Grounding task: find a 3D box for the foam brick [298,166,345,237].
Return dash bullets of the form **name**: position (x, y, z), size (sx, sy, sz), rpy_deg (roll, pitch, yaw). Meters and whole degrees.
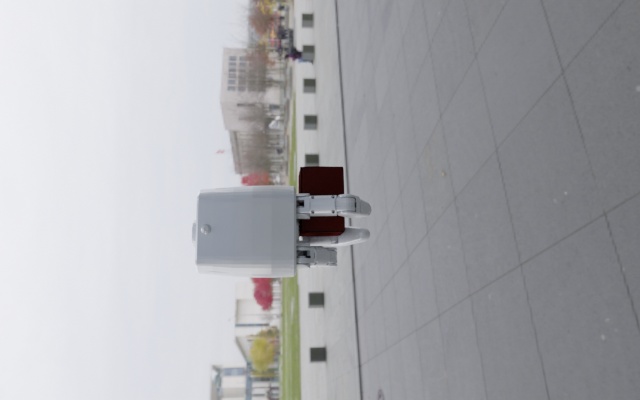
- **foam brick**: position (0.000, 0.002, 0.562), size (0.051, 0.078, 0.053), rpy_deg (0, -10, -4)
